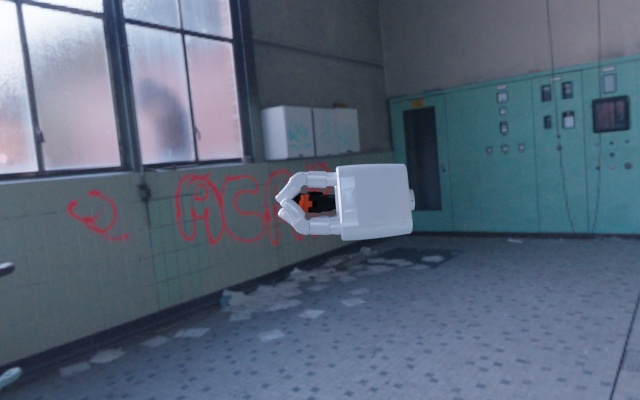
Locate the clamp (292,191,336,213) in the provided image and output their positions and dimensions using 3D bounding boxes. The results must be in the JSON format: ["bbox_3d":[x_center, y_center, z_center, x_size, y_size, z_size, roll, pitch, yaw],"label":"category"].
[{"bbox_3d":[0.000,0.002,0.804,0.120,0.039,0.171,-3,5,2],"label":"clamp"}]
